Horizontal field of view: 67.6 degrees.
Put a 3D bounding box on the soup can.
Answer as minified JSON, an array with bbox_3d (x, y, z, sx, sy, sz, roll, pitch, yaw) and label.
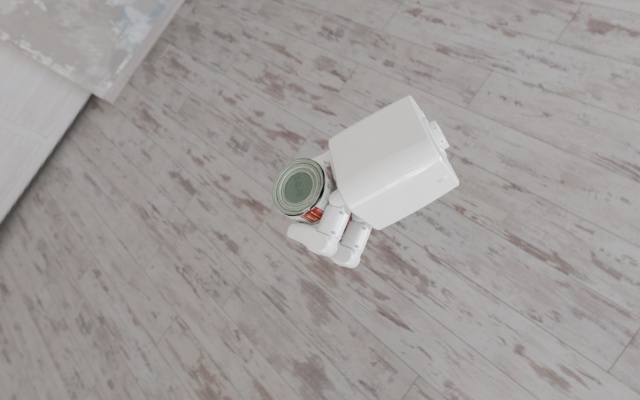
[{"bbox_3d":[-0.001,0.002,0.546,0.068,0.068,0.102,0,-20,32],"label":"soup can"}]
